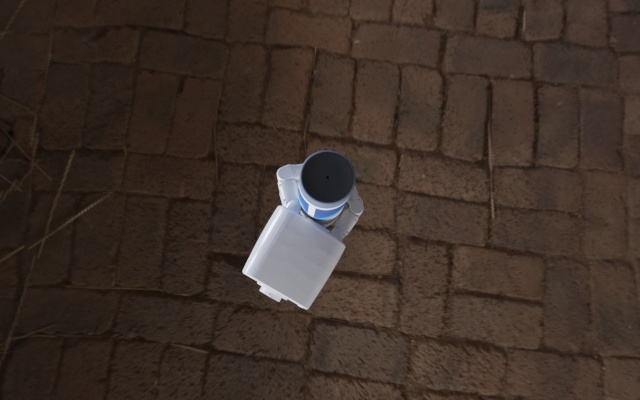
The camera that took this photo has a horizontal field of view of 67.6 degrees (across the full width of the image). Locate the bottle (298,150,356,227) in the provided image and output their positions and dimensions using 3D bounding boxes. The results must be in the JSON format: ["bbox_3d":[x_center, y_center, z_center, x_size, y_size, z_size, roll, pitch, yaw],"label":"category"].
[{"bbox_3d":[0.000,0.002,0.703,0.069,0.069,0.296,0,-12,-3],"label":"bottle"}]
